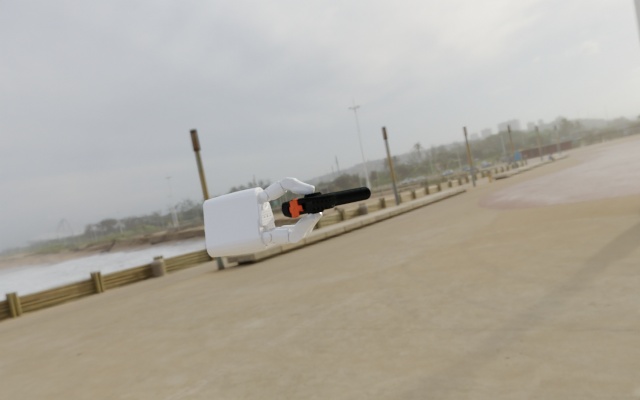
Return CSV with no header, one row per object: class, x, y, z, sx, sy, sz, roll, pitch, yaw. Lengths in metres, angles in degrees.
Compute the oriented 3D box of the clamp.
clamp,0.000,0.002,0.837,0.164,0.036,0.210,-11,1,12
